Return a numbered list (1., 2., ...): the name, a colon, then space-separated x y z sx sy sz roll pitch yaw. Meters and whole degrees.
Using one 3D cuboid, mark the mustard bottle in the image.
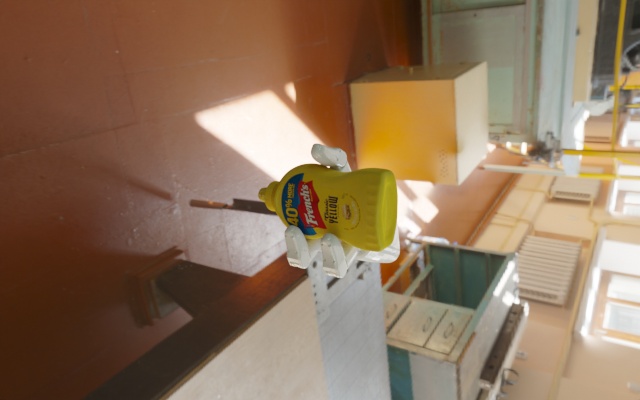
1. mustard bottle: 0.000 0.002 0.602 0.191 0.096 0.058 8 18 33
